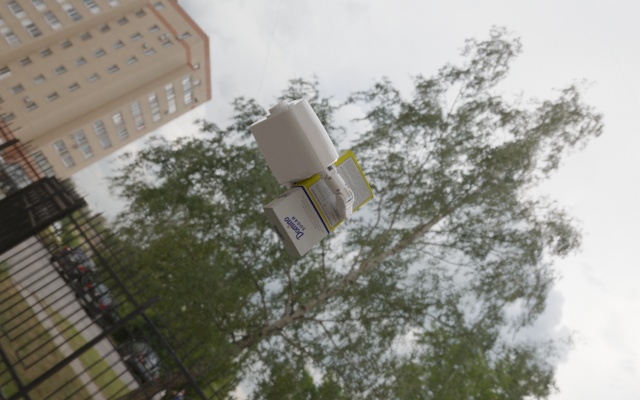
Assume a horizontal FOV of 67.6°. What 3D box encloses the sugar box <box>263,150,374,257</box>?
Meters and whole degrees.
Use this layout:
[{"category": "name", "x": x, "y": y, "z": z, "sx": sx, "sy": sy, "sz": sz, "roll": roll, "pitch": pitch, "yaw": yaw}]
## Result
[{"category": "sugar box", "x": 0.000, "y": 0.002, "z": 0.777, "sx": 0.176, "sy": 0.093, "sz": 0.048, "roll": -36, "pitch": 17, "yaw": -25}]
